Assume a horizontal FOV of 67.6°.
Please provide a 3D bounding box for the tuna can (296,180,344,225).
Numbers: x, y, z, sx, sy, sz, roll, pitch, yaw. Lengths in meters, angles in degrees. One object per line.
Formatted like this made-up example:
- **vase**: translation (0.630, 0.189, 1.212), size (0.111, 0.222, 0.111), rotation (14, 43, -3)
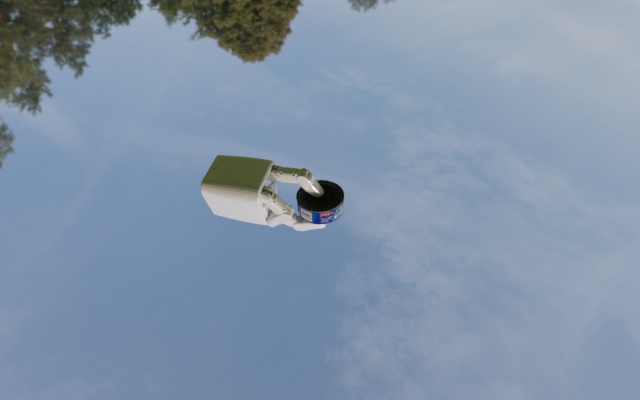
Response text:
- **tuna can**: translation (0.000, 0.003, 0.856), size (0.086, 0.034, 0.086), rotation (-2, 42, 2)
